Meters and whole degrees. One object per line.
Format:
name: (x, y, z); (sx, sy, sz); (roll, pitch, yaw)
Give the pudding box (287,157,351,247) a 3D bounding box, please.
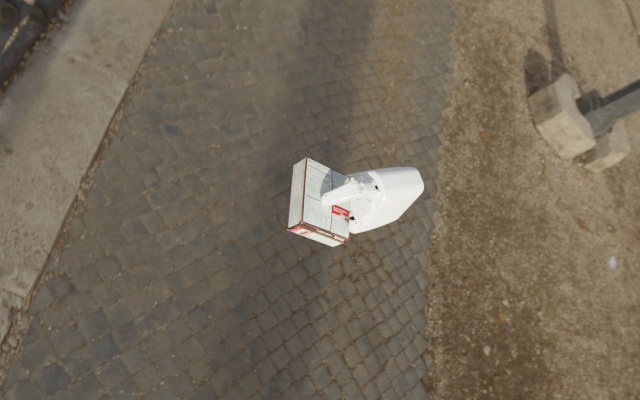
pudding box: (0.000, 0.002, 0.709); (0.090, 0.113, 0.039); (22, -35, -31)
